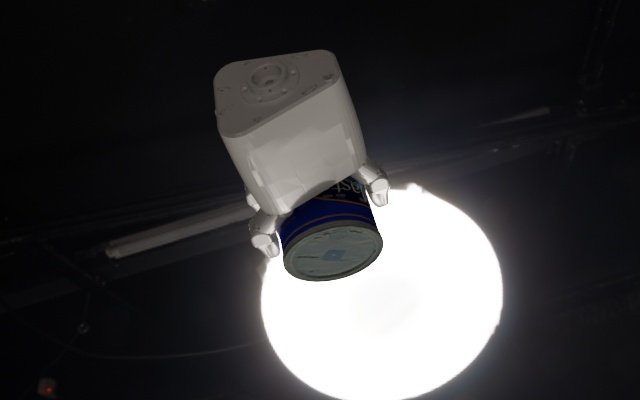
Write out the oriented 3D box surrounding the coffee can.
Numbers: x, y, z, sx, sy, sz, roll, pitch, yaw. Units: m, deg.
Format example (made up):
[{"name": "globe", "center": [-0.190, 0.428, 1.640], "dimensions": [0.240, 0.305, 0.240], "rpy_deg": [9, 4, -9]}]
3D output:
[{"name": "coffee can", "center": [0.000, 0.002, 0.514], "dimensions": [0.103, 0.140, 0.103], "rpy_deg": [-9, -38, -7]}]
